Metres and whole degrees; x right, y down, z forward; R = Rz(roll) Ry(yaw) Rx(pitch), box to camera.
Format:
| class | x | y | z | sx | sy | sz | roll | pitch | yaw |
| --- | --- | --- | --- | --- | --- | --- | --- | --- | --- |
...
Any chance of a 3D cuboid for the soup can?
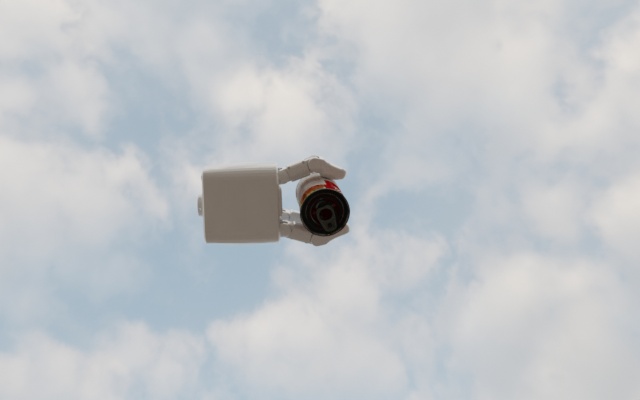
| class | x | y | z | sx | sy | sz | roll | pitch | yaw |
| --- | --- | --- | --- | --- | --- | --- | --- | --- | --- |
| soup can | 0.001 | 0.002 | 0.685 | 0.068 | 0.068 | 0.102 | 0 | 17 | -7 |
